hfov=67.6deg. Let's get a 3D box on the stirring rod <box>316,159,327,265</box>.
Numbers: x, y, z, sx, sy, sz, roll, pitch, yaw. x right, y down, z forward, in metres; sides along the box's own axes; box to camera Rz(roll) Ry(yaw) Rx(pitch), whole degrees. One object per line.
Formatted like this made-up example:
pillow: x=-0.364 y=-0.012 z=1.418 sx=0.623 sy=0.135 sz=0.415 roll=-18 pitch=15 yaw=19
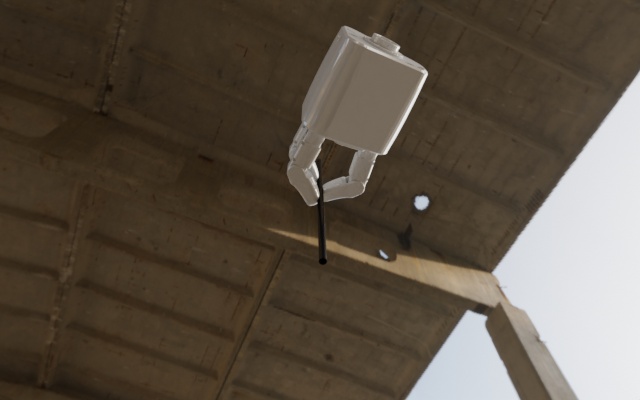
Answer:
stirring rod: x=0.000 y=0.002 z=0.564 sx=0.011 sy=0.011 sz=0.239 roll=0 pitch=28 yaw=-1
